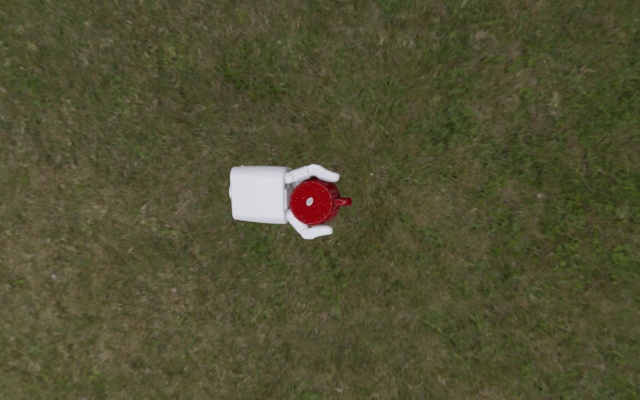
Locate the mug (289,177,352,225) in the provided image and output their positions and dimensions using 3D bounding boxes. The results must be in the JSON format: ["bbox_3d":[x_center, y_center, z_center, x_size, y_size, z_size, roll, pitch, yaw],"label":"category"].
[{"bbox_3d":[0.002,0.003,0.891,0.117,0.093,0.081,3,4,8],"label":"mug"}]
